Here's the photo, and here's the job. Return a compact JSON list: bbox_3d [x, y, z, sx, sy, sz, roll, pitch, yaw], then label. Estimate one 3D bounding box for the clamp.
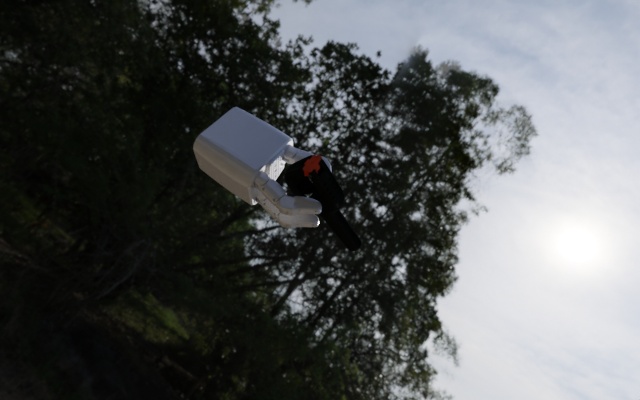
[{"bbox_3d":[0.000,0.001,0.706,0.164,0.036,0.210,32,-22,8],"label":"clamp"}]
